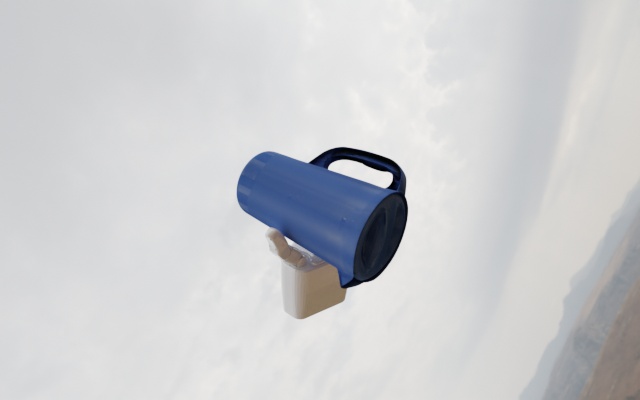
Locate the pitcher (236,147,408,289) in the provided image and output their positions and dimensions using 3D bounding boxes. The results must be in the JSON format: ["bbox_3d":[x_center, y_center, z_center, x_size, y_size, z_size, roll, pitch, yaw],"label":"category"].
[{"bbox_3d":[0.000,0.002,0.698,0.242,0.145,0.149,24,40,32],"label":"pitcher"}]
